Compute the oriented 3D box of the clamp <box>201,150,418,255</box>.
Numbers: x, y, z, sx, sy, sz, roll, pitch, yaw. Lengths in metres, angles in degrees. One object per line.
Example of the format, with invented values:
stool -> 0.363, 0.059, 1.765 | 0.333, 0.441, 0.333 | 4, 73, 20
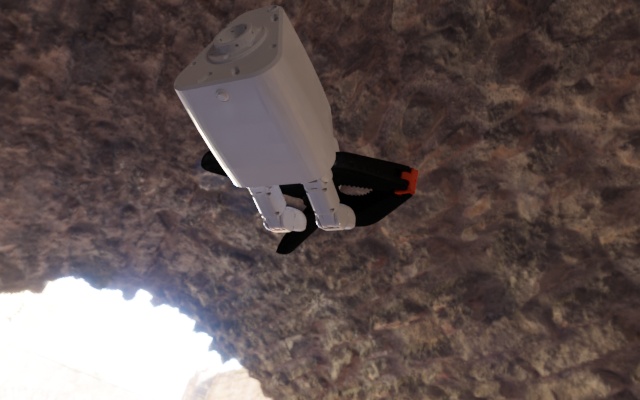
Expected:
clamp -> 0.001, 0.001, 0.494 | 0.210, 0.036, 0.165 | -3, -42, 25
